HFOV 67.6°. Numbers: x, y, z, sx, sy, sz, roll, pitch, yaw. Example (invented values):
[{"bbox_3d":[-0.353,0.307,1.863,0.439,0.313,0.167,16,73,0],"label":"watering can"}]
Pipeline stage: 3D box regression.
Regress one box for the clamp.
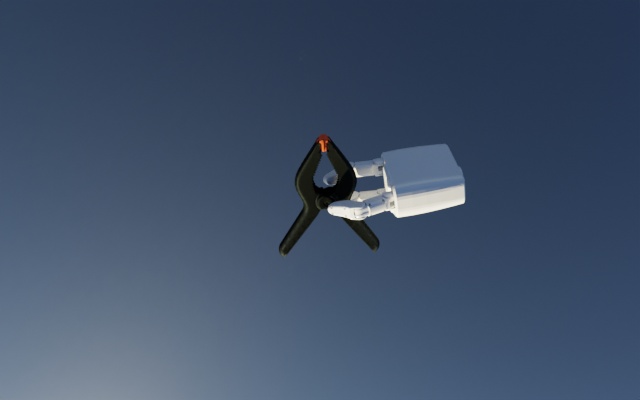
[{"bbox_3d":[0.000,0.002,0.745,0.164,0.210,0.036,-10,27,2],"label":"clamp"}]
